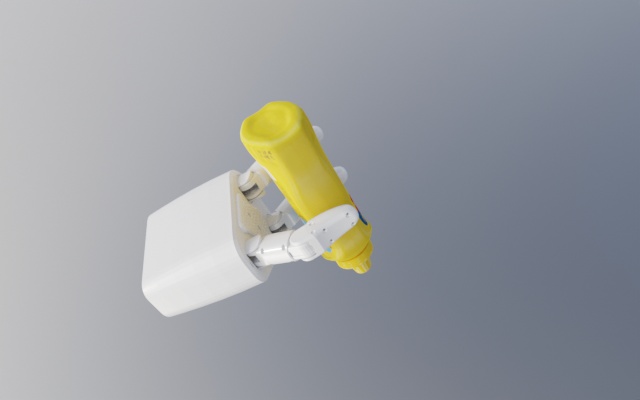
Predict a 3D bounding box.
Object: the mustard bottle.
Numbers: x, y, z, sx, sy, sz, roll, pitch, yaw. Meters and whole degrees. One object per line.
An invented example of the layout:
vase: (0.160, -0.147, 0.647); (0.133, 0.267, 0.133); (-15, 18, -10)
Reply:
mustard bottle: (0.000, 0.001, 0.452); (0.058, 0.192, 0.096); (-37, 31, -7)
